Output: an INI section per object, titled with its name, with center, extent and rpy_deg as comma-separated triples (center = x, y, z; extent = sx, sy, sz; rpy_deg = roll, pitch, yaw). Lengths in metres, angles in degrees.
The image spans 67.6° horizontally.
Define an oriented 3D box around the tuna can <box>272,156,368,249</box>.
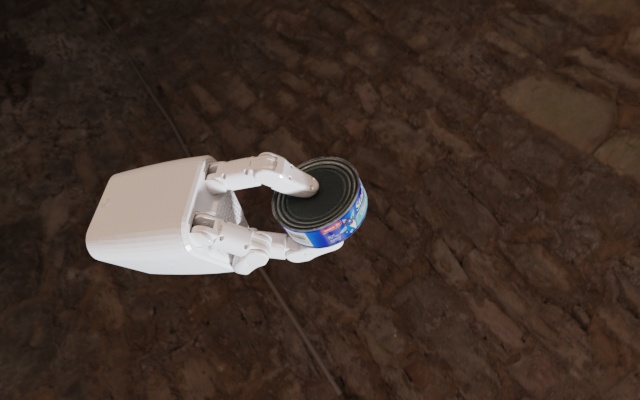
[tuna can]
center = 0.000, 0.002, 0.446
extent = 0.086, 0.086, 0.034
rpy_deg = 0, -37, 26
